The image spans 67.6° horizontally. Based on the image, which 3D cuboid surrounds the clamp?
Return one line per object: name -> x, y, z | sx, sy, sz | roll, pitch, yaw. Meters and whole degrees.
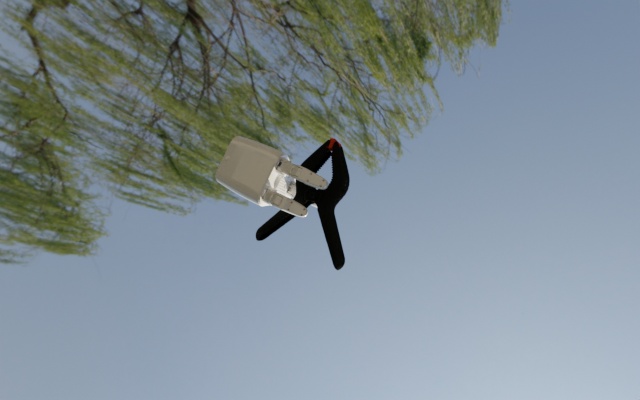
clamp -> 0.000, 0.002, 0.790 | 0.164, 0.210, 0.036 | 25, -2, 22
